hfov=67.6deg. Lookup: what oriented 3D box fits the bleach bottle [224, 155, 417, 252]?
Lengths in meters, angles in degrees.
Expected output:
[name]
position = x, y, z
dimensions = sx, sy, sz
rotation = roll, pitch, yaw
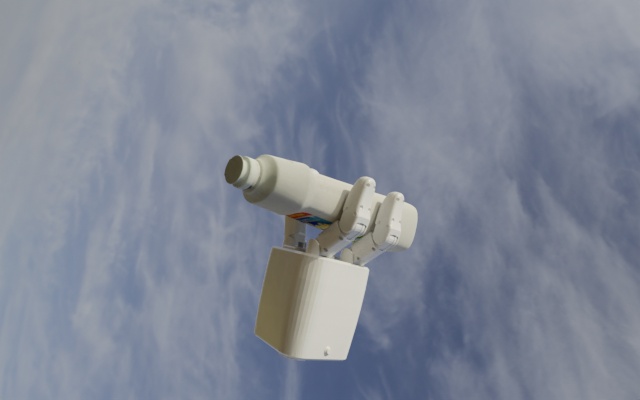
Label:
[bleach bottle]
position = 0.000, 0.002, 0.530
dimensions = 0.102, 0.068, 0.251
rotation = 6, -10, 46
